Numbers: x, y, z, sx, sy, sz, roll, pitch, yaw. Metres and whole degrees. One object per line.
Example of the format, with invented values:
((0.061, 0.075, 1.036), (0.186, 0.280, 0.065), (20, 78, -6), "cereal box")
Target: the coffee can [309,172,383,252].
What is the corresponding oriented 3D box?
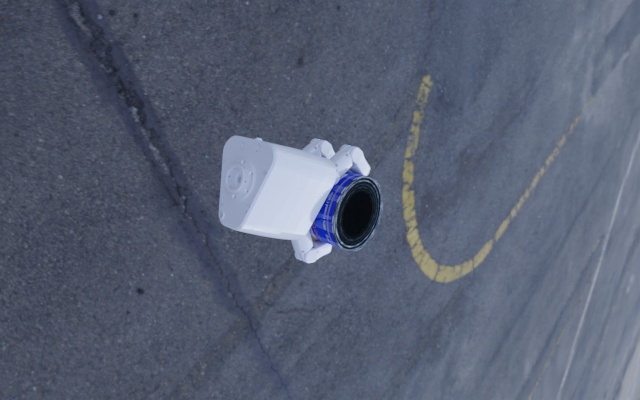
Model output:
((0.000, 0.002, 0.664), (0.140, 0.103, 0.103), (17, 11, 40), "coffee can")
